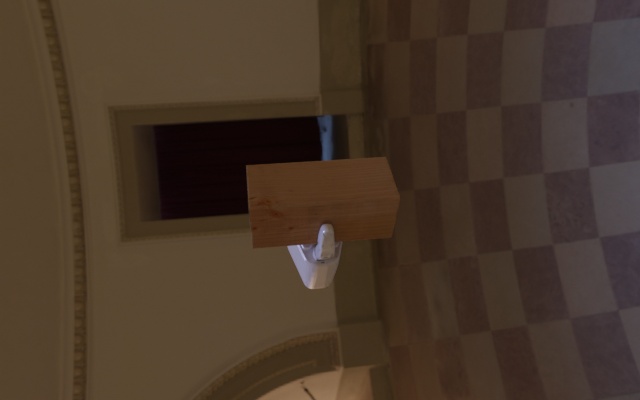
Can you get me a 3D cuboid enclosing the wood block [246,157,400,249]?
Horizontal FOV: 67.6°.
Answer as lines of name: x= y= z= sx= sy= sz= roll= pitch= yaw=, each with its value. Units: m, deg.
wood block: x=0.000 y=0.003 z=0.696 sx=0.206 sy=0.090 sz=0.090 roll=-4 pitch=-43 yaw=-7
